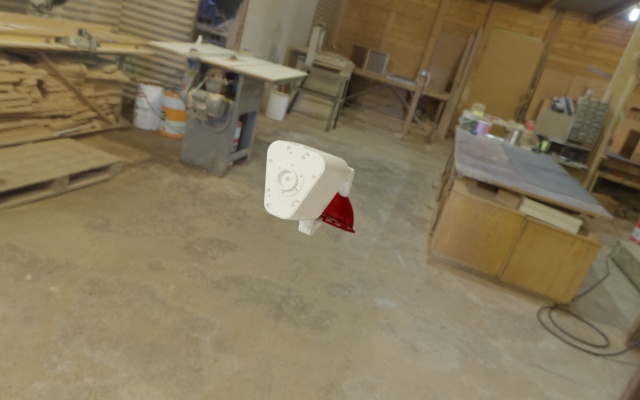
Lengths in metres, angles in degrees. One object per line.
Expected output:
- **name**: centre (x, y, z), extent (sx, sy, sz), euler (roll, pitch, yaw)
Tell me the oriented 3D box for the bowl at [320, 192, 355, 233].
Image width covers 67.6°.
- **bowl**: centre (0.000, 0.003, 0.877), extent (0.162, 0.055, 0.162), euler (24, -6, 3)
